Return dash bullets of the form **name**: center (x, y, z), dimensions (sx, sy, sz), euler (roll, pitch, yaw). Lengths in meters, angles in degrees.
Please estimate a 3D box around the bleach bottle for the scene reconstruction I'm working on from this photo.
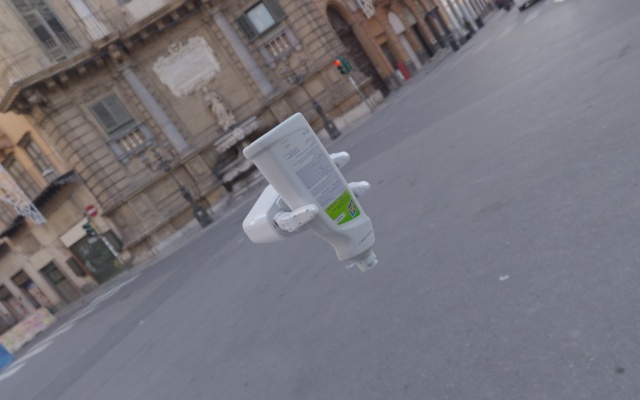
- **bleach bottle**: center (0.000, 0.002, 0.699), dimensions (0.102, 0.251, 0.068), euler (-40, 11, -31)
